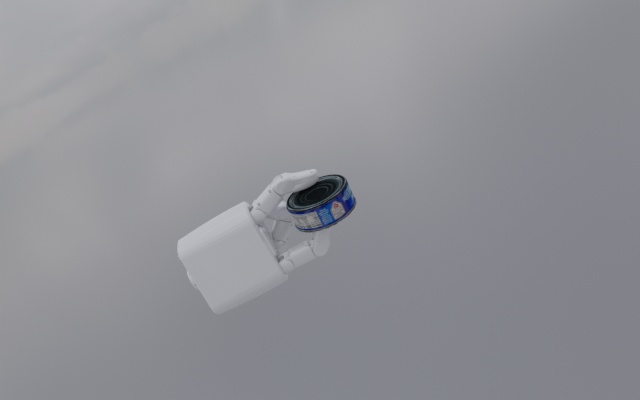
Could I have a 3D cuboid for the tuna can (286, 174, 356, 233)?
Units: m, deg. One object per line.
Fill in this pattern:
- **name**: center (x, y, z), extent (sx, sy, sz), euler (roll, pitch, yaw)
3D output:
- **tuna can**: center (0.000, 0.001, 0.609), extent (0.086, 0.034, 0.086), euler (-21, 25, 10)
